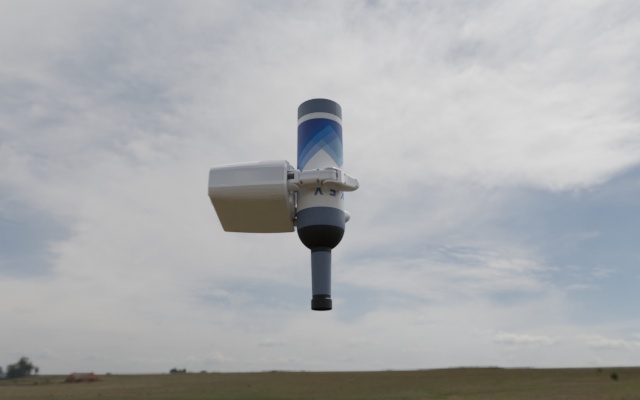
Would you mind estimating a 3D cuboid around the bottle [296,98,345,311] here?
[{"bbox_3d":[0.000,0.002,0.662,0.069,0.295,0.069,-1,-21,0],"label":"bottle"}]
